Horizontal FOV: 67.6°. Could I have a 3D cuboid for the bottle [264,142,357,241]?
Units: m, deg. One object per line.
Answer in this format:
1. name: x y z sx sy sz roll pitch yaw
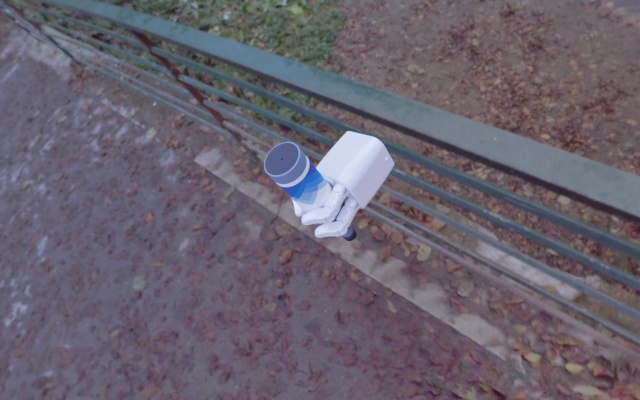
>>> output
1. bottle: 0.000 0.003 0.878 0.069 0.069 0.296 0 -28 29
